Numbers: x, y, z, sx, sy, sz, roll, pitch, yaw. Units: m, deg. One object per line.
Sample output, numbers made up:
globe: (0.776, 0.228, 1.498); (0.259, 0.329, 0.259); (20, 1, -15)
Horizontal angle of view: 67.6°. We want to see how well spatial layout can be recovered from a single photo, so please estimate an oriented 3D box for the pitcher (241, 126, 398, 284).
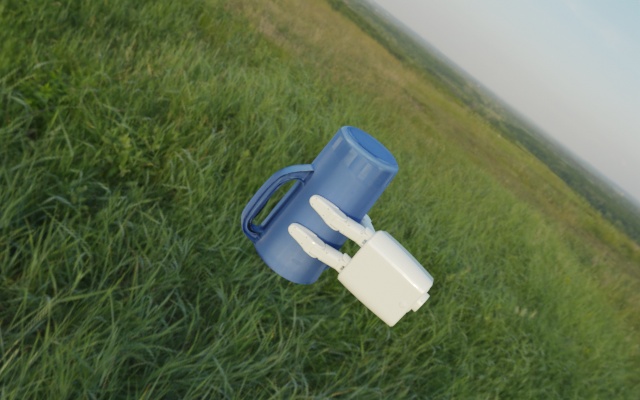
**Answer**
pitcher: (0.000, 0.003, 0.748); (0.145, 0.243, 0.149); (44, 23, 16)
